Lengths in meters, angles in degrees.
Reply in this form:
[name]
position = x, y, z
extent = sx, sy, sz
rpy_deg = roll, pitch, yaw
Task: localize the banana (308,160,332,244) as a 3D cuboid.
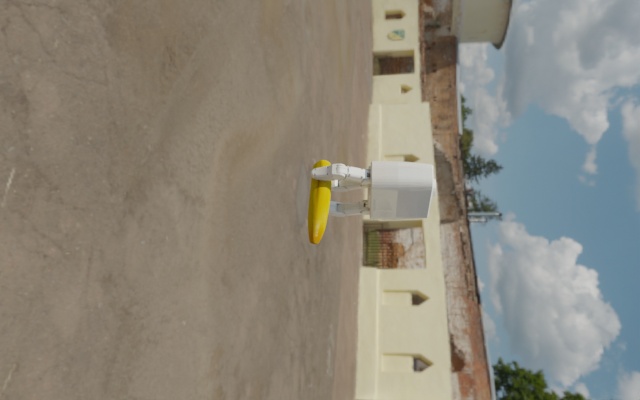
[banana]
position = 0.000, -0.013, 0.844
extent = 0.037, 0.070, 0.197
rpy_deg = 3, 42, 2
